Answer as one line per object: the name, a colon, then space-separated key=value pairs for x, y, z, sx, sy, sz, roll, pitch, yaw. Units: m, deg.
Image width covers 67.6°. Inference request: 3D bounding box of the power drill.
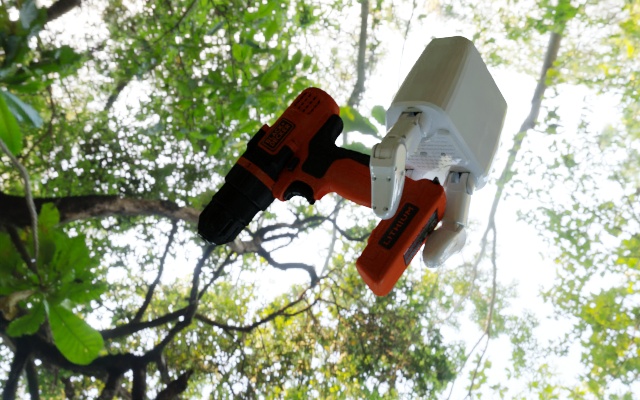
power drill: x=0.001 y=0.001 z=0.429 sx=0.187 sy=0.184 sz=0.057 roll=35 pitch=-9 yaw=23
